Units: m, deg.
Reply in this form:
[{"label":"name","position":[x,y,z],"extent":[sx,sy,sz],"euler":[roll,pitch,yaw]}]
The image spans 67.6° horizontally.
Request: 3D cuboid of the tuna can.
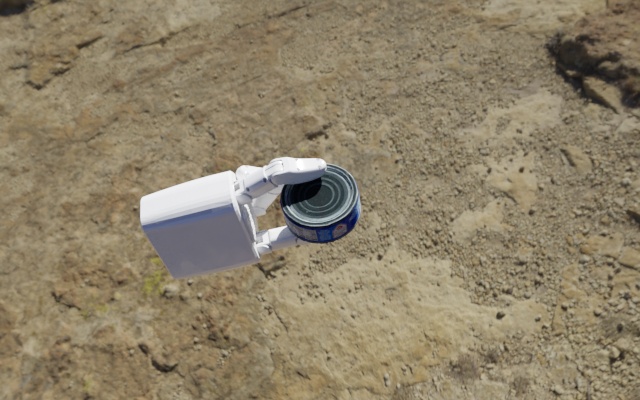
[{"label":"tuna can","position":[0.000,0.001,0.515],"extent":[0.086,0.086,0.034],"euler":[0,-35,8]}]
